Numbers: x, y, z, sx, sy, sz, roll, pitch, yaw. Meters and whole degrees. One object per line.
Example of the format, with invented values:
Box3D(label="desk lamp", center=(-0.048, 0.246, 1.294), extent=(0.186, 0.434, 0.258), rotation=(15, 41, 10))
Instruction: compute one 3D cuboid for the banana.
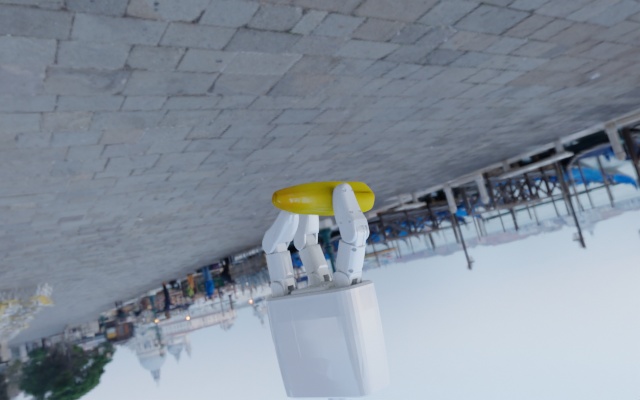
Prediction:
Box3D(label="banana", center=(0.018, -0.001, 0.538), extent=(0.069, 0.037, 0.198), rotation=(-9, -3, 21))
